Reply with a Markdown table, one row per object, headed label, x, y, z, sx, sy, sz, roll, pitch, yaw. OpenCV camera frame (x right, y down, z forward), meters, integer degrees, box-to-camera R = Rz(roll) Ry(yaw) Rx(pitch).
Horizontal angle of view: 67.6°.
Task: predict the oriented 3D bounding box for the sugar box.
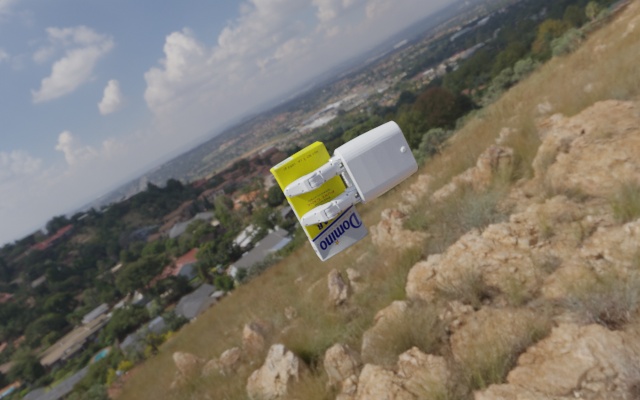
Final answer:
| label | x | y | z | sx | sy | sz | roll | pitch | yaw |
| --- | --- | --- | --- | --- | --- | --- | --- | --- | --- |
| sugar box | 0.000 | 0.002 | 0.786 | 0.093 | 0.176 | 0.048 | -31 | 13 | -7 |
